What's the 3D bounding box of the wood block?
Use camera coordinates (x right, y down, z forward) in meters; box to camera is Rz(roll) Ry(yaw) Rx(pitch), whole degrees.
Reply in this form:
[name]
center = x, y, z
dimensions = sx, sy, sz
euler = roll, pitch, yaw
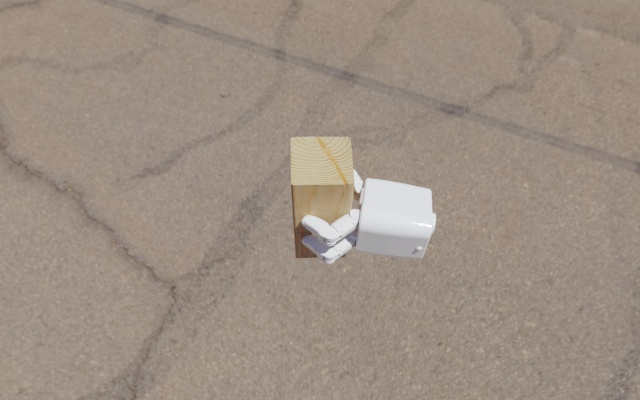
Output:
[wood block]
center = 0.001, 0.002, 0.754
dimensions = 0.090, 0.090, 0.206
euler = -1, -36, -2
